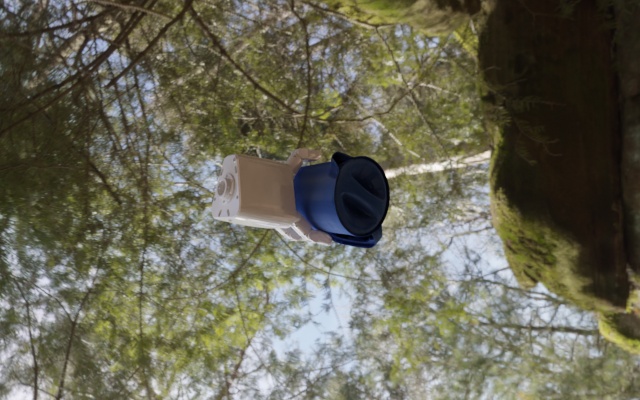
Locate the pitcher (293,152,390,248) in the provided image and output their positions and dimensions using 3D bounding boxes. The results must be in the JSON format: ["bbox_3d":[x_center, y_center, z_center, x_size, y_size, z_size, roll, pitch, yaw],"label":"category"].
[{"bbox_3d":[0.000,0.003,0.870,0.145,0.149,0.243,11,-8,-40],"label":"pitcher"}]
